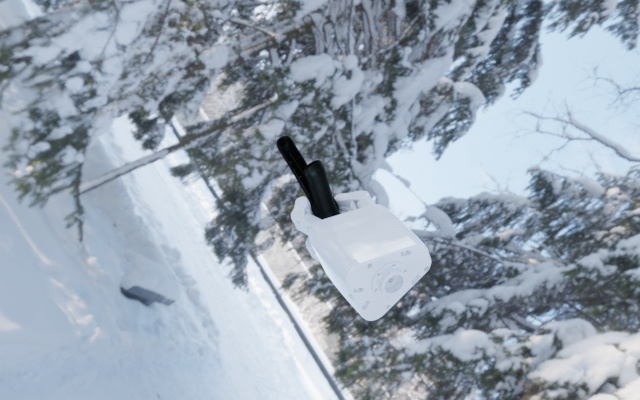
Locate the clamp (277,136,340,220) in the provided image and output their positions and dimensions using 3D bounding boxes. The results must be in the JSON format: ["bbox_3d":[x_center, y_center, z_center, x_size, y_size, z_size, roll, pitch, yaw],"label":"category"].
[{"bbox_3d":[0.001,0.002,0.704,0.036,0.210,0.164,-30,33,-7],"label":"clamp"}]
